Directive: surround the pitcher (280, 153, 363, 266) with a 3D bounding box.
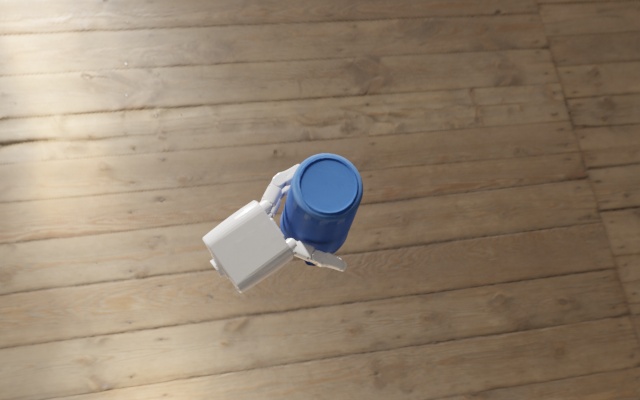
[{"bbox_3d":[0.000,0.003,0.817,0.145,0.149,0.243,-36,-11,-15],"label":"pitcher"}]
